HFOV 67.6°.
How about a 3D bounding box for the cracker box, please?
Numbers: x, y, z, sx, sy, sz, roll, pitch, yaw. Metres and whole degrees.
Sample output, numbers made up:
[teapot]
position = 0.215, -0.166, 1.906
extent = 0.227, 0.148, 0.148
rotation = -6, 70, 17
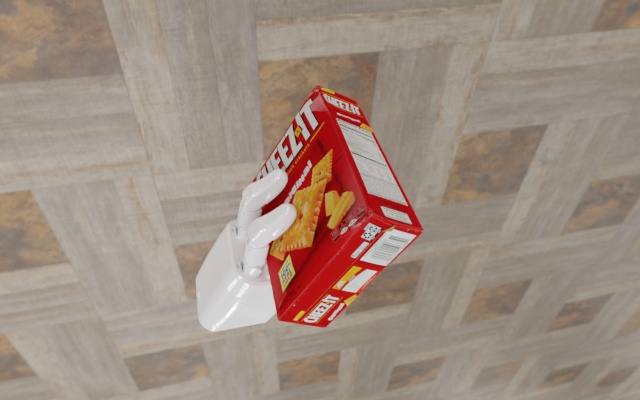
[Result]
[cracker box]
position = 0.000, 0.002, 0.523
extent = 0.072, 0.213, 0.164
rotation = 18, -54, -32
